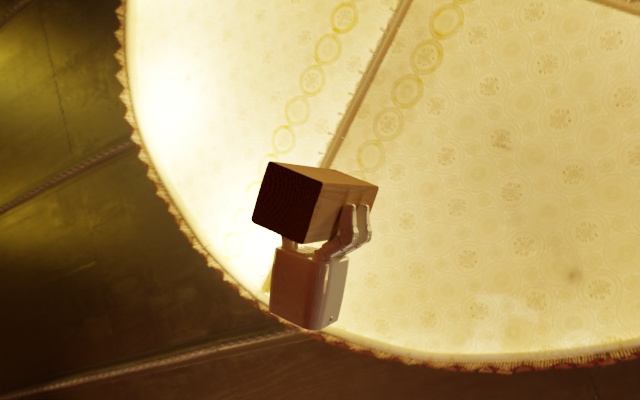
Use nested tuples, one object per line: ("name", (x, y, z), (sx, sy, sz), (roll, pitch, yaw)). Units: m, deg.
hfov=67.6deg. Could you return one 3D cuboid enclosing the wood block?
("wood block", (0.000, 0.003, 0.716), (0.091, 0.090, 0.206), (22, 10, 25))
